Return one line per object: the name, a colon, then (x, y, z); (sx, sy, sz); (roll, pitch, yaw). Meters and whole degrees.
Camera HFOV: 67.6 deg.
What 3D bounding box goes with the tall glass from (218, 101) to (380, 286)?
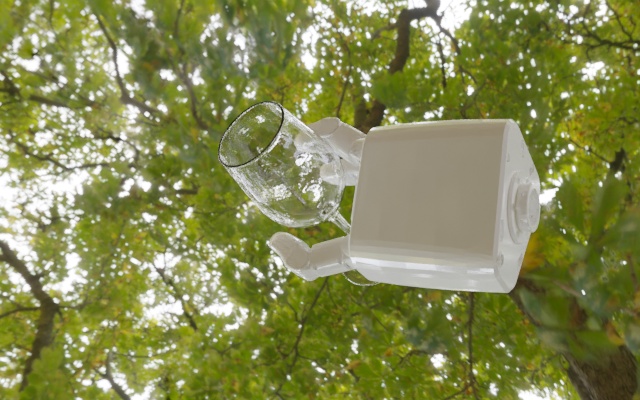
tall glass: (0.000, 0.002, 0.419); (0.079, 0.079, 0.201); (0, -31, 38)
